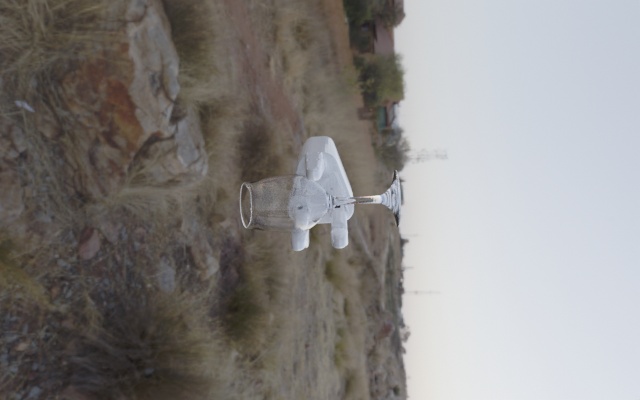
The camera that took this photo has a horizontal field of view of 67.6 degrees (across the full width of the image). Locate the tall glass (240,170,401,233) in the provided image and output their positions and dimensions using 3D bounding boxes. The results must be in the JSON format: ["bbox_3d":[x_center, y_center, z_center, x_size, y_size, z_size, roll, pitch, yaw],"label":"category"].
[{"bbox_3d":[0.001,0.002,0.624,0.201,0.079,0.079,-3,0,3],"label":"tall glass"}]
